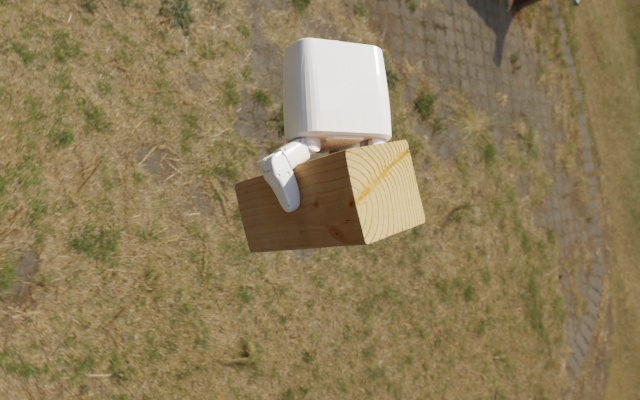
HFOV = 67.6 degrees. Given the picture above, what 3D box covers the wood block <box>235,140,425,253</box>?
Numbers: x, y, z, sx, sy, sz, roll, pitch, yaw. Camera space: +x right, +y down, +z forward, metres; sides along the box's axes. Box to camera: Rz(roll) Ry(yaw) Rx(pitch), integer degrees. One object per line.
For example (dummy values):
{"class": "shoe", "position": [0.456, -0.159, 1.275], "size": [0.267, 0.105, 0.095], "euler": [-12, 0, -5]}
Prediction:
{"class": "wood block", "position": [0.000, 0.001, 0.534], "size": [0.091, 0.090, 0.206], "euler": [-14, 2, -39]}
